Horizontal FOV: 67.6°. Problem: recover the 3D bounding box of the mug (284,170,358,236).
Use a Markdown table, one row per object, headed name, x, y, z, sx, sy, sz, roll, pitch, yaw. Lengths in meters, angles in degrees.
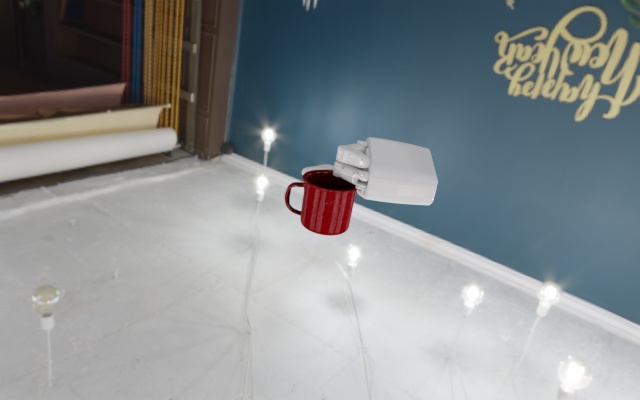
| name | x | y | z | sx | sy | sz | roll | pitch | yaw |
| --- | --- | --- | --- | --- | --- | --- | --- | --- | --- |
| mug | -0.001 | 0.003 | 0.768 | 0.117 | 0.081 | 0.093 | 7 | 23 | -4 |
